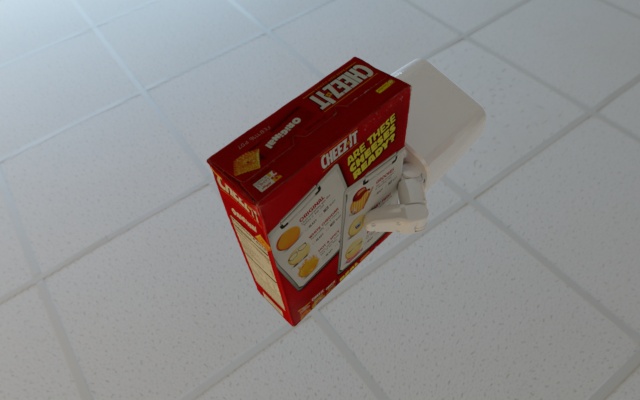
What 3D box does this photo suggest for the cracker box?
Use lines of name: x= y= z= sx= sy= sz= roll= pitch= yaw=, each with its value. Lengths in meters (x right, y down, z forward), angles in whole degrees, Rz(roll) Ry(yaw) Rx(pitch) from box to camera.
cracker box: x=0.000 y=0.002 z=0.447 sx=0.164 sy=0.214 sz=0.072 roll=-40 pitch=60 yaw=-22
